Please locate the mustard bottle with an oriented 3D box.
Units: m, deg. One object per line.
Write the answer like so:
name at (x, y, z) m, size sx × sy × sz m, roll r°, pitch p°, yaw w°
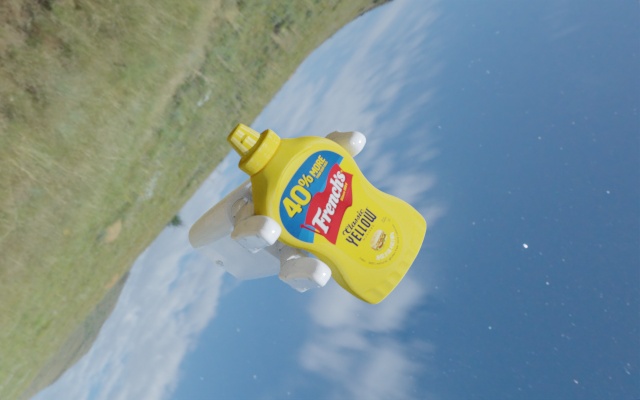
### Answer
mustard bottle at (0.000, 0.001, 0.413) m, size 0.192 × 0.096 × 0.058 m, roll 39°, pitch -11°, yaw -20°
